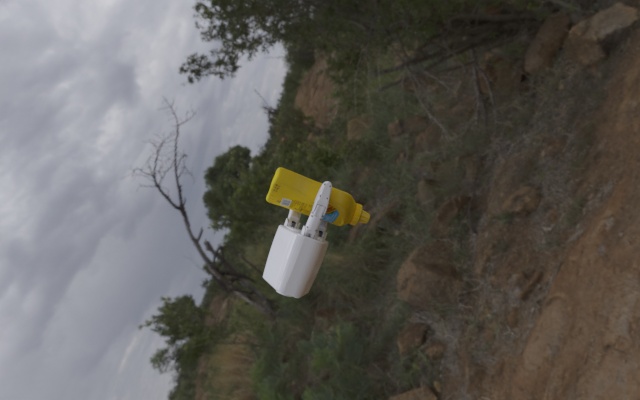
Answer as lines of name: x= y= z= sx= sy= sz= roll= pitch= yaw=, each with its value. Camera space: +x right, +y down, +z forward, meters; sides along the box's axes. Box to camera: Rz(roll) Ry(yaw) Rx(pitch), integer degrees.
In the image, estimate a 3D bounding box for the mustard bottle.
mustard bottle: x=0.000 y=0.002 z=0.877 sx=0.191 sy=0.058 sz=0.096 roll=20 pitch=-26 yaw=-7
